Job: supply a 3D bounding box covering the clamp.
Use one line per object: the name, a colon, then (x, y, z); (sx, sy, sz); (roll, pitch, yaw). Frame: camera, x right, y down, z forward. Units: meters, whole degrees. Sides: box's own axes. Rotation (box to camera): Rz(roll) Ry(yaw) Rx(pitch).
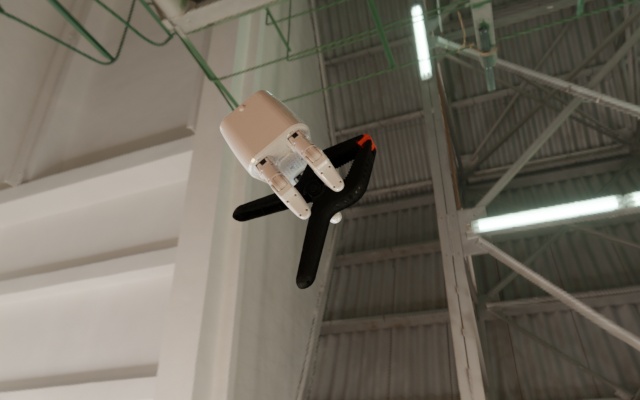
clamp: (0.001, 0.002, 0.617); (0.164, 0.210, 0.036); (49, -2, 36)
